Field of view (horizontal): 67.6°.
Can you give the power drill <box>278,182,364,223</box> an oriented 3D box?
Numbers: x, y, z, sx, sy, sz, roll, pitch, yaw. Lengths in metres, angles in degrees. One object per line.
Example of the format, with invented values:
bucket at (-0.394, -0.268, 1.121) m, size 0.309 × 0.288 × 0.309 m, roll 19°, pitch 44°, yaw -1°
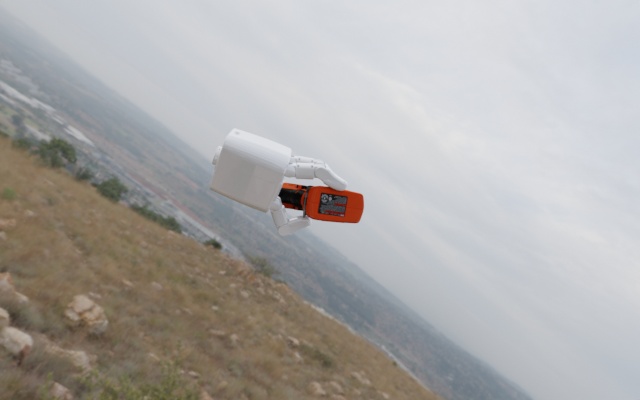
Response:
power drill at (0.000, 0.003, 0.869) m, size 0.184 × 0.057 × 0.187 m, roll 6°, pitch 1°, yaw -27°
